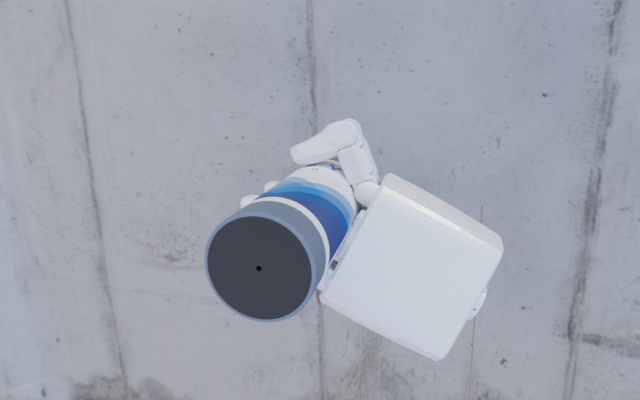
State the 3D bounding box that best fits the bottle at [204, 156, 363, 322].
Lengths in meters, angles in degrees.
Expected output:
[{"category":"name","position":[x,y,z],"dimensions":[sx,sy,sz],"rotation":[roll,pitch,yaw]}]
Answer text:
[{"category":"bottle","position":[0.000,0.001,0.403],"dimensions":[0.069,0.069,0.295],"rotation":[0,15,14]}]
